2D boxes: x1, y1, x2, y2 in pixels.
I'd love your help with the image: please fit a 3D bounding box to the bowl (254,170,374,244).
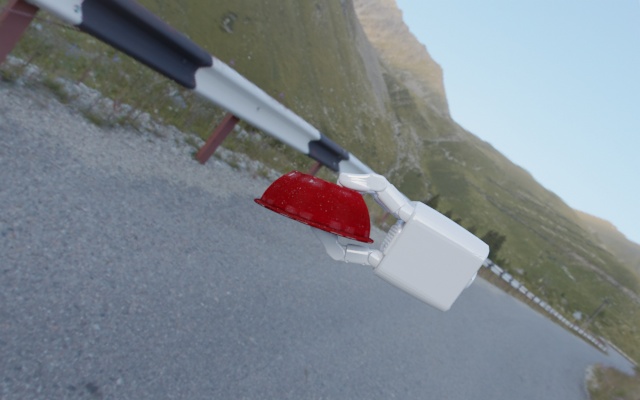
[{"bbox_3d":[-0.001,0.001,0.608,0.162,0.055,0.162,19,2,-1],"label":"bowl"}]
